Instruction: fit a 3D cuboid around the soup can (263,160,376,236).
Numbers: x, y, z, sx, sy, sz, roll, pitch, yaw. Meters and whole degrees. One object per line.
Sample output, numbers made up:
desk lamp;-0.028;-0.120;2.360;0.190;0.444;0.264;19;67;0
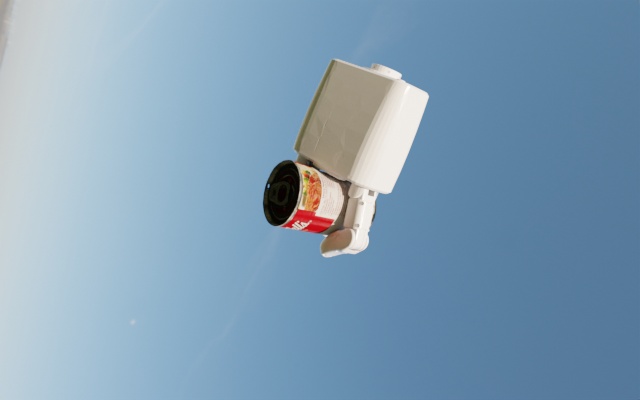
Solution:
soup can;0.000;0.002;0.504;0.102;0.068;0.068;13;-8;-36
